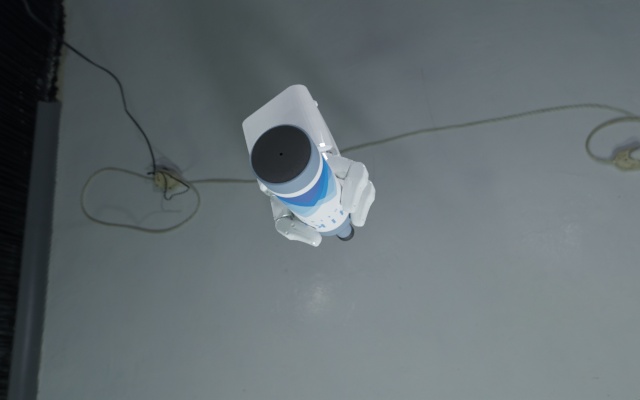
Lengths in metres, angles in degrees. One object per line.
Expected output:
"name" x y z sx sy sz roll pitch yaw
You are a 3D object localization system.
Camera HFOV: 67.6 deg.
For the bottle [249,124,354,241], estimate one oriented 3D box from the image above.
"bottle" 0.000 0.002 0.597 0.069 0.069 0.296 0 -19 16
